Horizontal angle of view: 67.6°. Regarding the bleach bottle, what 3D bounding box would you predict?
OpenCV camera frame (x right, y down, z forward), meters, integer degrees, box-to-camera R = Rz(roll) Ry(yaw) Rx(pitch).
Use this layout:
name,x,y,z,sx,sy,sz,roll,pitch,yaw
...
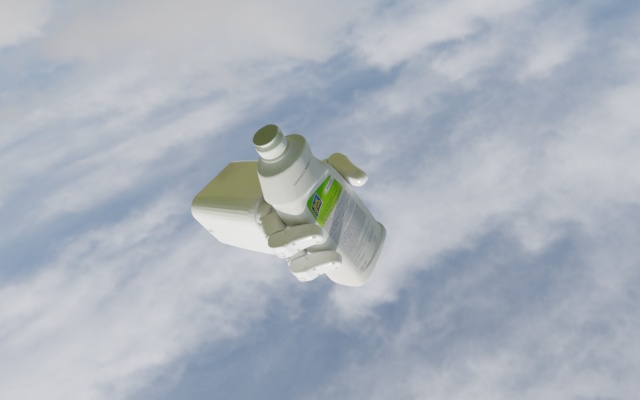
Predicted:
name,x,y,z,sx,sy,sz,roll,pitch,yaw
bleach bottle,0.000,0.002,0.555,0.068,0.102,0.251,5,-32,33
